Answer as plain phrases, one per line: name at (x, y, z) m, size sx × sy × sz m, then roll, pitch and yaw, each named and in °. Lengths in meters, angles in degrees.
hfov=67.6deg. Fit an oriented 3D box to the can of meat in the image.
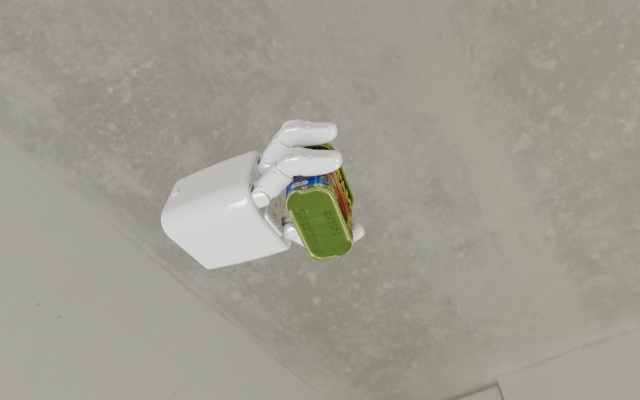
can of meat at (0.000, 0.002, 0.516) m, size 0.057 × 0.102 × 0.084 m, roll -15°, pitch 35°, yaw 12°
